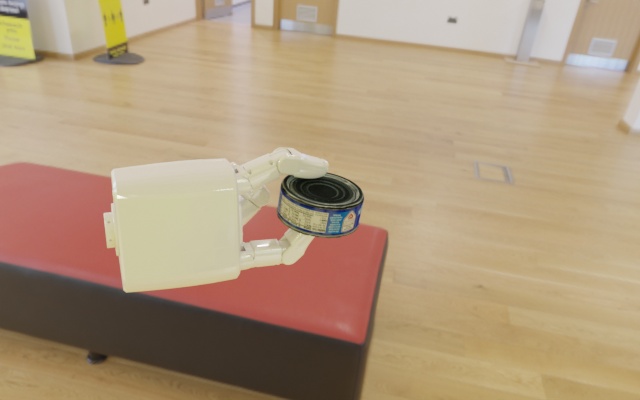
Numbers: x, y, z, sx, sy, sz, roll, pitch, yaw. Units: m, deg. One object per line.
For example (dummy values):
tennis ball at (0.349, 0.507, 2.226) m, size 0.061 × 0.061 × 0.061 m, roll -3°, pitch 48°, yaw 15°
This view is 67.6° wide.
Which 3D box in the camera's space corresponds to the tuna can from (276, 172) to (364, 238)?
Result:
tuna can at (0.000, 0.001, 0.481) m, size 0.086 × 0.034 × 0.086 m, roll 8°, pitch 26°, yaw -4°
